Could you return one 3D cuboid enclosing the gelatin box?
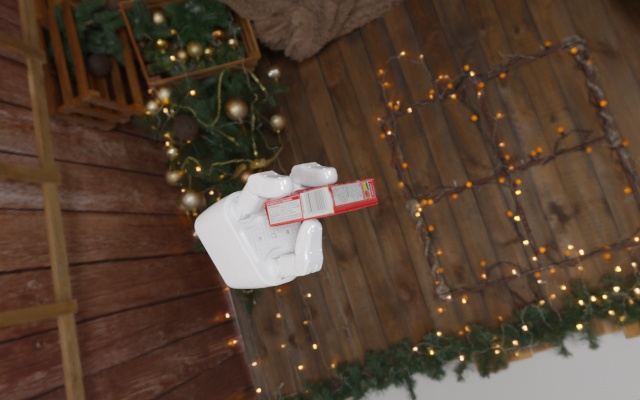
[{"bbox_3d":[0.000,0.002,0.476,0.089,0.030,0.073,-13,-2,41],"label":"gelatin box"}]
